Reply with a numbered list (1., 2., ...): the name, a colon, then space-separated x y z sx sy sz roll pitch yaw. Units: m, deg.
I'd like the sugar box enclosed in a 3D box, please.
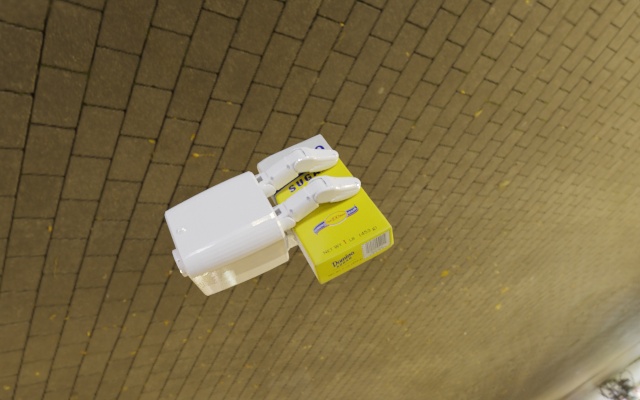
1. sugar box: 0.000 0.002 0.555 0.093 0.176 0.048 -26 -38 -11
